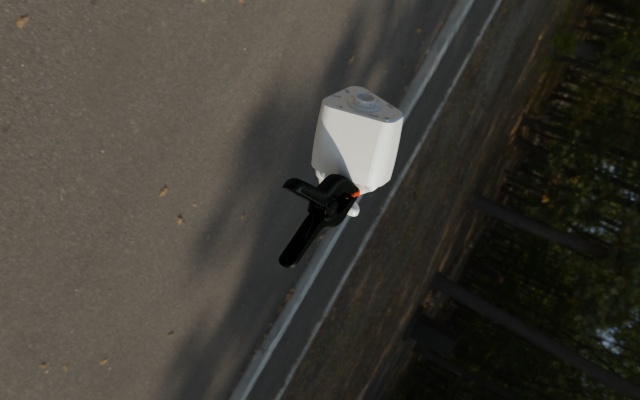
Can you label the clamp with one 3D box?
[{"bbox_3d":[0.001,0.002,0.635,0.039,0.120,0.171,23,38,23],"label":"clamp"}]
